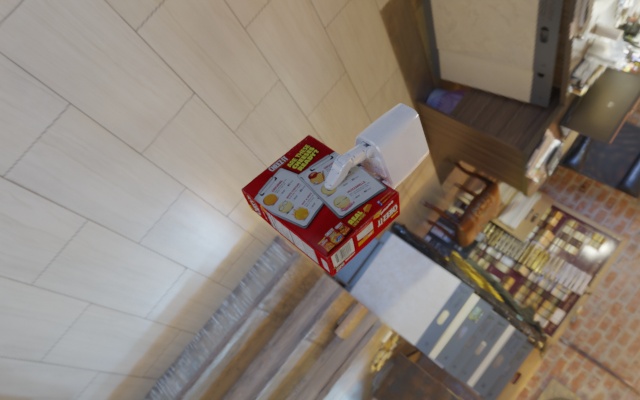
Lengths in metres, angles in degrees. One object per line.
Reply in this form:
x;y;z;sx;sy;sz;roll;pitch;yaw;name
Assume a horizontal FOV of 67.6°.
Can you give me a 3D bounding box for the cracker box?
0.000;0.003;0.803;0.213;0.164;0.072;36;-23;32;cracker box
